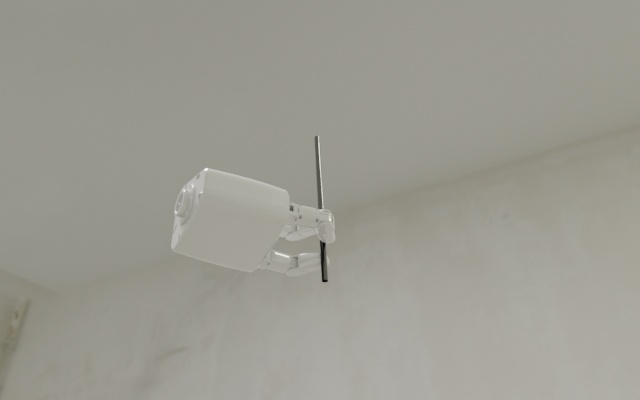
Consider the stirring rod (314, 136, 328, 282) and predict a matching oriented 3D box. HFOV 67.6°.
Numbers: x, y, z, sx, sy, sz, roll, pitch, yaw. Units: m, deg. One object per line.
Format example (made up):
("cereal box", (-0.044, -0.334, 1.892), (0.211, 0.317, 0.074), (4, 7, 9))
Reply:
("stirring rod", (0.000, 0.002, 0.667), (0.011, 0.239, 0.011), (-2, -34, -1))
